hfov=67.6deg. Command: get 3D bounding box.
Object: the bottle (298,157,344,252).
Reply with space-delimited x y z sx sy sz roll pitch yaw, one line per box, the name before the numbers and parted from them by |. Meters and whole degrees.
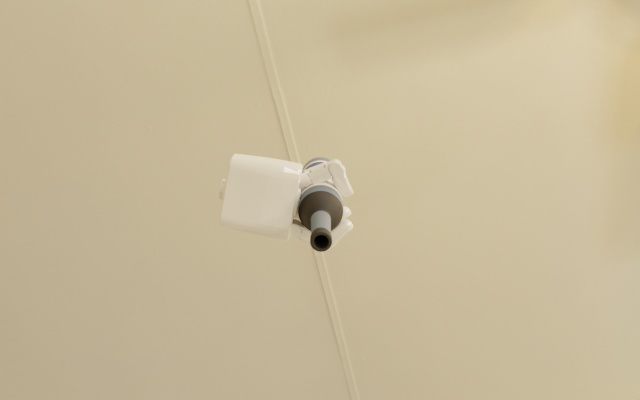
bottle | 0.000 0.002 0.727 0.069 0.069 0.295 0 19 0
